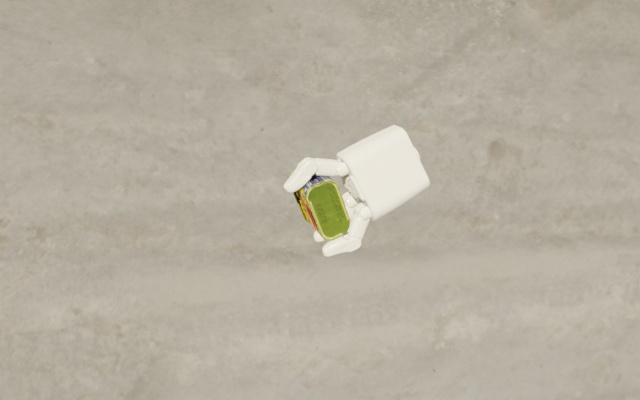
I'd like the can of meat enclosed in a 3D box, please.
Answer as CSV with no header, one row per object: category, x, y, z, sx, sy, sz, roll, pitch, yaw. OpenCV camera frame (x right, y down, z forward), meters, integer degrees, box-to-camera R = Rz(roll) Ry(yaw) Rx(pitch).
can of meat,0.000,0.002,0.743,0.057,0.102,0.084,-26,27,-10
